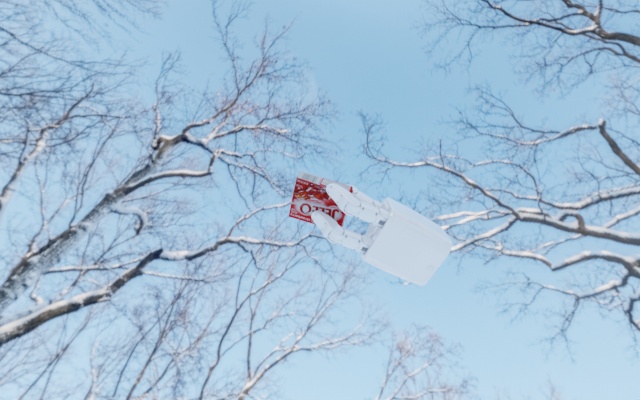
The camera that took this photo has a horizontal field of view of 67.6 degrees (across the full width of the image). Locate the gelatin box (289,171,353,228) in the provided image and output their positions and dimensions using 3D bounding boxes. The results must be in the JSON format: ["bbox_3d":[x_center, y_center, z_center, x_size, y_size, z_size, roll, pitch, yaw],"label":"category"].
[{"bbox_3d":[0.000,0.002,0.751,0.089,0.073,0.030,17,31,6],"label":"gelatin box"}]
